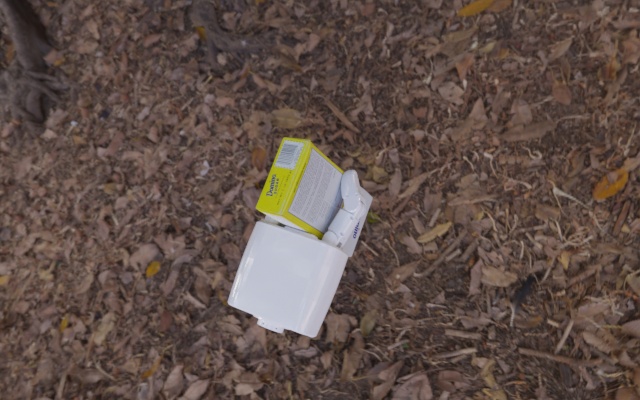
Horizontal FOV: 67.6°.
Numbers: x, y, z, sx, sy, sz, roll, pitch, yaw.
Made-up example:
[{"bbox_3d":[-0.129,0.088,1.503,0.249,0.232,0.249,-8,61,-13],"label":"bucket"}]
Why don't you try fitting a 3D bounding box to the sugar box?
[{"bbox_3d":[0.000,0.002,0.597,0.048,0.093,0.176,14,-14,32],"label":"sugar box"}]
